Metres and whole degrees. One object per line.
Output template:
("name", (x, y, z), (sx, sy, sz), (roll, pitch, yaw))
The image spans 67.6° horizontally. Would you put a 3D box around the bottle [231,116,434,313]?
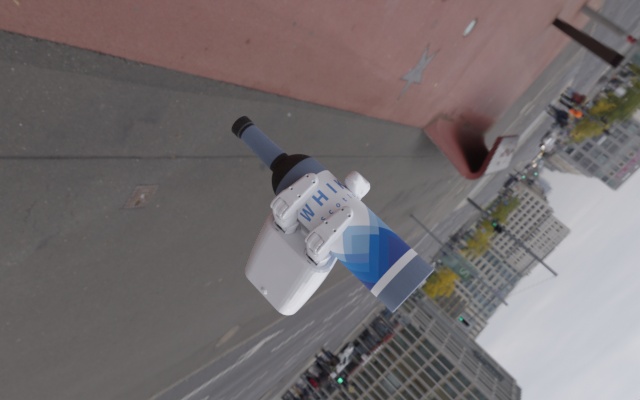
("bottle", (0.000, 0.002, 0.564), (0.295, 0.069, 0.069), (44, 14, 15))
